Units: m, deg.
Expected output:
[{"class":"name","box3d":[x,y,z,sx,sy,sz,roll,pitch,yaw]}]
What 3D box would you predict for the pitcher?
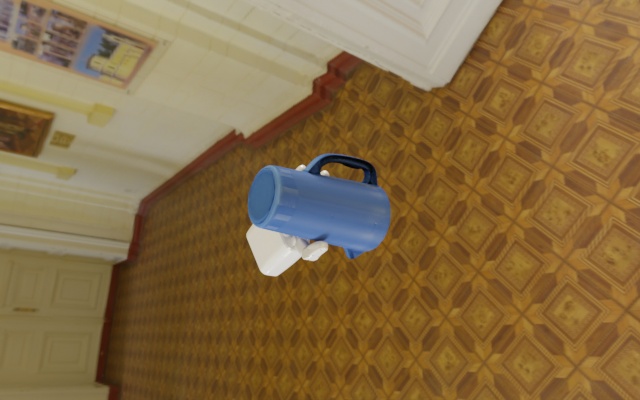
[{"class":"pitcher","box3d":[0.000,0.003,0.862,0.243,0.149,0.145,13,-42,-34]}]
